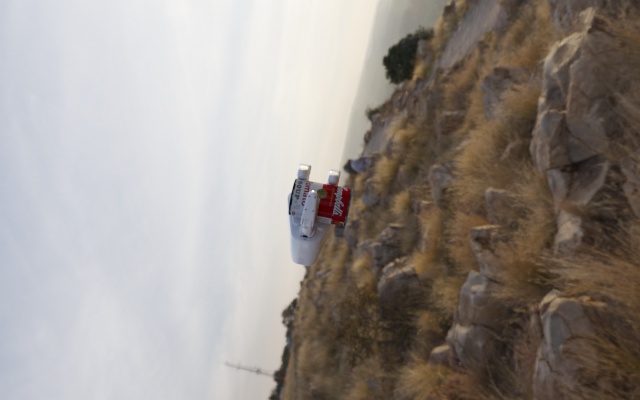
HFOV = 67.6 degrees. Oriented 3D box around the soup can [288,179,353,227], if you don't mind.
[{"bbox_3d":[0.000,0.003,0.834,0.102,0.068,0.068,11,0,1],"label":"soup can"}]
